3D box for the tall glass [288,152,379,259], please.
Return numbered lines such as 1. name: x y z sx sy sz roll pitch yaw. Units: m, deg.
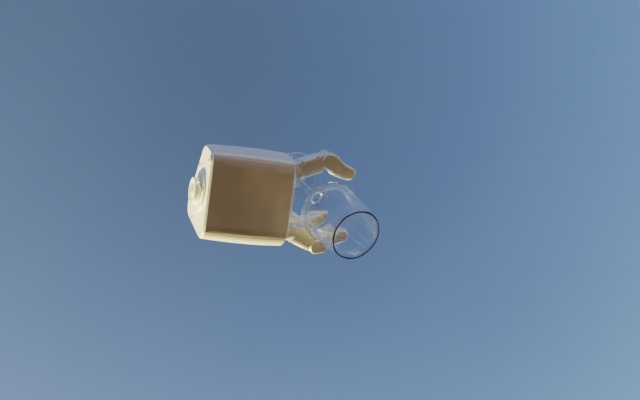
1. tall glass: 0.000 0.002 0.628 0.079 0.079 0.201 0 23 -27
